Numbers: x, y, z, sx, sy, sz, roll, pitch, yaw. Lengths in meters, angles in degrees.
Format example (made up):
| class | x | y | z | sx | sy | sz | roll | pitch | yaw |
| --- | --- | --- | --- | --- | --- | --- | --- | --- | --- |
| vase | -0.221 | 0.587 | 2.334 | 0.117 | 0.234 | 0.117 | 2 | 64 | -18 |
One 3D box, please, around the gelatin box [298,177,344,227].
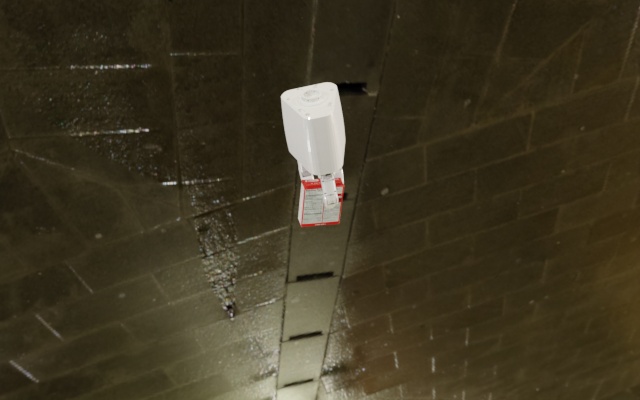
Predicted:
| class | x | y | z | sx | sy | sz | roll | pitch | yaw |
| --- | --- | --- | --- | --- | --- | --- | --- | --- | --- |
| gelatin box | 0.000 | 0.003 | 0.858 | 0.073 | 0.089 | 0.030 | -4 | 36 | -15 |
